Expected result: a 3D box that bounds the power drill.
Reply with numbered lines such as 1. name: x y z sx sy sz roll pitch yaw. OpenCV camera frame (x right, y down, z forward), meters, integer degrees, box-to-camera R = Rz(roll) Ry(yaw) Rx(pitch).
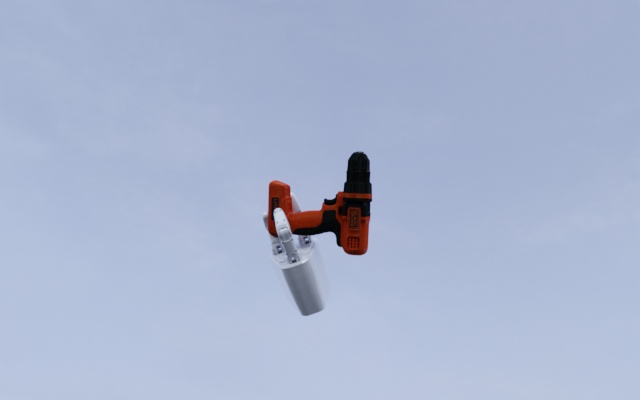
1. power drill: 0.000 0.003 0.863 0.187 0.184 0.057 2 0 17
